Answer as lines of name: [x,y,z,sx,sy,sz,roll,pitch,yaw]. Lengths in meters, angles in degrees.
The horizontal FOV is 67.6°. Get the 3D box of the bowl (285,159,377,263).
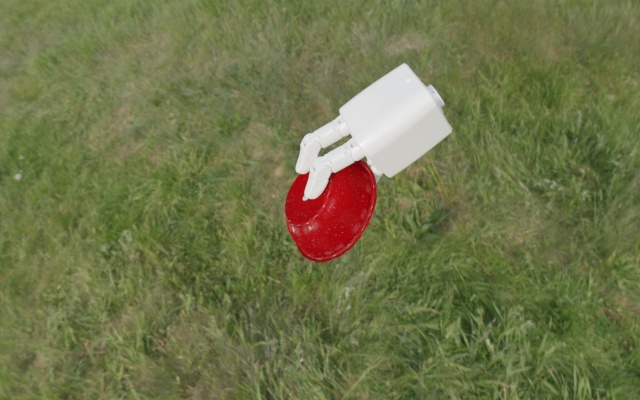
bowl: [-0.001,0.003,0.669,0.055,0.162,0.162,28,-18,-37]
